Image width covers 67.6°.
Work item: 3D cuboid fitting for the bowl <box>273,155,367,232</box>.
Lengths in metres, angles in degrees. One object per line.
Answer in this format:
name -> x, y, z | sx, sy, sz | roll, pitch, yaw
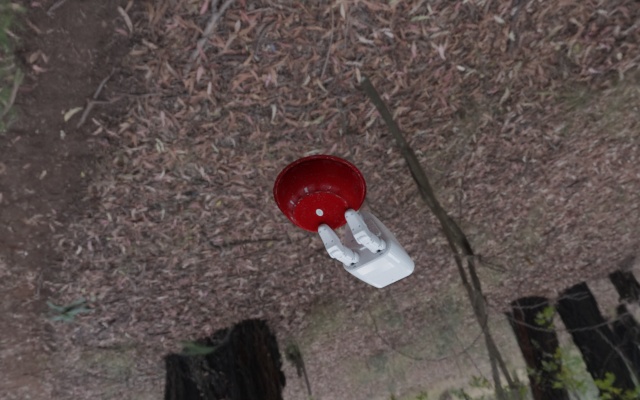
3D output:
bowl -> -0.001, 0.002, 0.806 | 0.162, 0.162, 0.055 | 0, 41, -2
